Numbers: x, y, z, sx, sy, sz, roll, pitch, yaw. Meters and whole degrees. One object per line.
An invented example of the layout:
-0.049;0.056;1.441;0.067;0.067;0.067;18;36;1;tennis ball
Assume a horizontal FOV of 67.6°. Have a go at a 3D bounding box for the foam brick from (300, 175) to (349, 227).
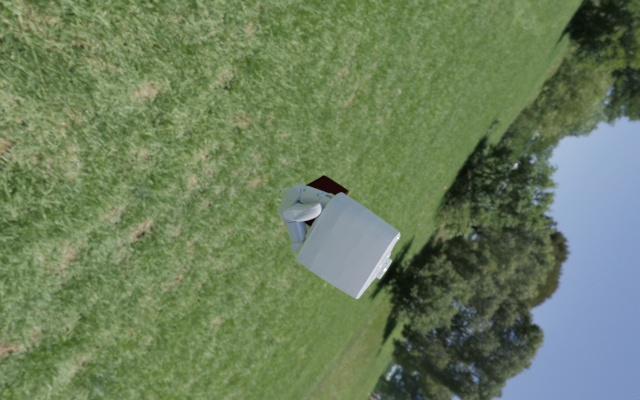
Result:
0.000;0.002;0.748;0.051;0.053;0.078;32;29;15;foam brick
